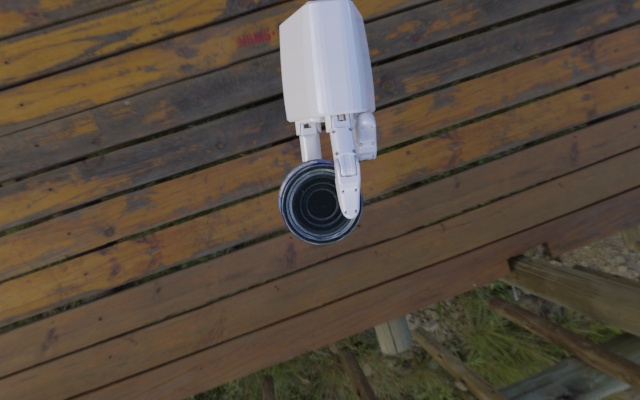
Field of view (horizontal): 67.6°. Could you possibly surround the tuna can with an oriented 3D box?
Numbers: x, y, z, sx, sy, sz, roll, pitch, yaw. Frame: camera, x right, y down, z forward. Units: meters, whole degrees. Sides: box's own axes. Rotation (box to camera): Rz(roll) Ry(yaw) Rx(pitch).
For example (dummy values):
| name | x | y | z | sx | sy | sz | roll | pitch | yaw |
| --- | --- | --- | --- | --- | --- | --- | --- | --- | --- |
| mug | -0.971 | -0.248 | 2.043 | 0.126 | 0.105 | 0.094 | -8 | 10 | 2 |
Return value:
| name | x | y | z | sx | sy | sz | roll | pitch | yaw |
| --- | --- | --- | --- | --- | --- | --- | --- | --- | --- |
| tuna can | 0.000 | 0.002 | 0.492 | 0.086 | 0.086 | 0.033 | 0 | 11 | -8 |
